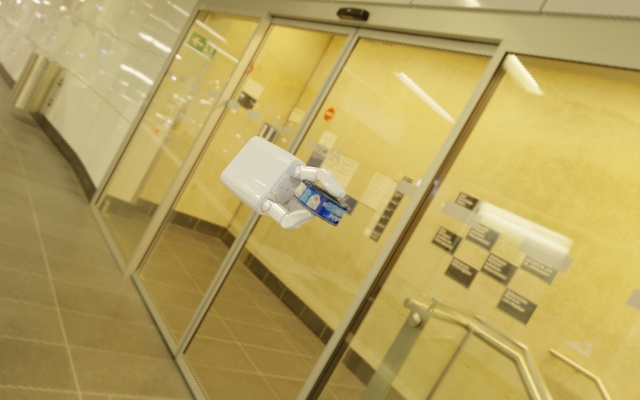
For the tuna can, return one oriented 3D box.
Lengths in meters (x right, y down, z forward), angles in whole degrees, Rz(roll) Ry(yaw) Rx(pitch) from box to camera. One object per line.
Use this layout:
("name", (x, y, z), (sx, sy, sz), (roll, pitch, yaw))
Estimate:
("tuna can", (0.000, 0.002, 0.743), (0.086, 0.034, 0.086), (34, 6, -4))
